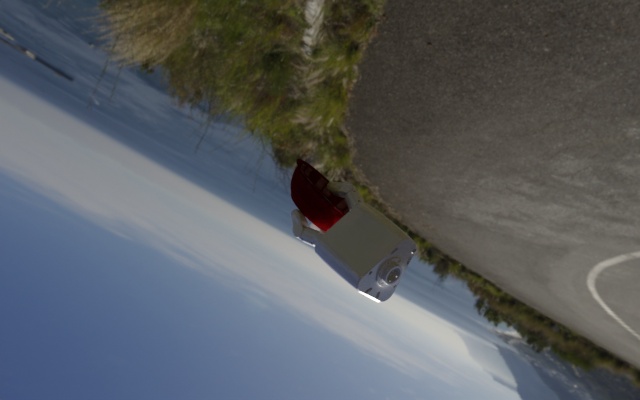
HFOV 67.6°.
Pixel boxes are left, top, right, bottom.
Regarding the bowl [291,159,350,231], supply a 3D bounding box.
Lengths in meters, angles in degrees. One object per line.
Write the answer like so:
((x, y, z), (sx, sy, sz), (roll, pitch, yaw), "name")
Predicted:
((-0.001, 0.002, 0.827), (0.055, 0.162, 0.162), (-45, -10, 11), "bowl")
